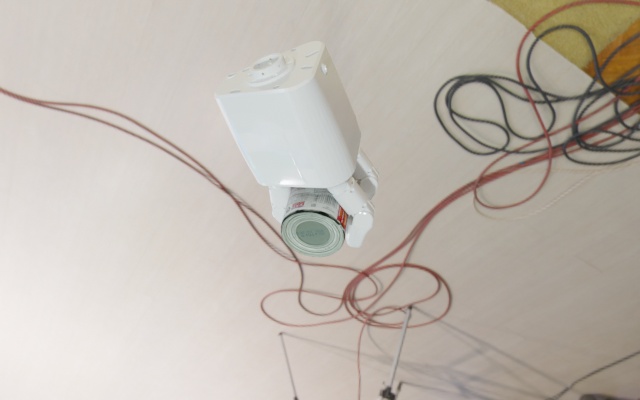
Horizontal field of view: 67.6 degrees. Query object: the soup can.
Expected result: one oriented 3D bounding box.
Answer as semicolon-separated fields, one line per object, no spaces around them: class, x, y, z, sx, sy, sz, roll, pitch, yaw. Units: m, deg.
soup can;0.000;0.002;0.515;0.068;0.069;0.102;0;42;12
